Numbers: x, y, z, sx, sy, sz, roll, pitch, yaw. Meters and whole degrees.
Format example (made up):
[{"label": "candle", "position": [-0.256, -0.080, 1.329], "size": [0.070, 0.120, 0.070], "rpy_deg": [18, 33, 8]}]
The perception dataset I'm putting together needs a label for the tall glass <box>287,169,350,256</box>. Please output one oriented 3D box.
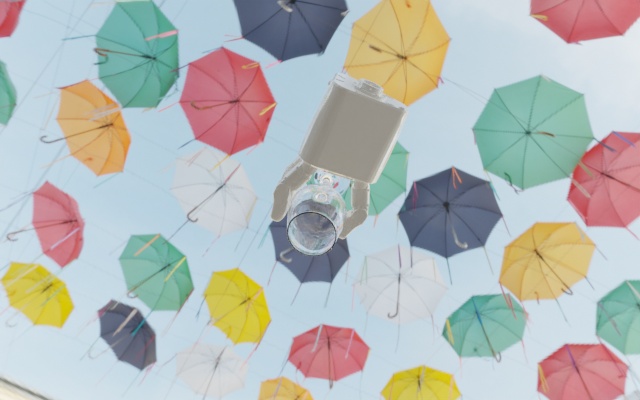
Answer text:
[{"label": "tall glass", "position": [0.000, 0.002, 0.671], "size": [0.079, 0.079, 0.201], "rpy_deg": [0, 24, 7]}]
